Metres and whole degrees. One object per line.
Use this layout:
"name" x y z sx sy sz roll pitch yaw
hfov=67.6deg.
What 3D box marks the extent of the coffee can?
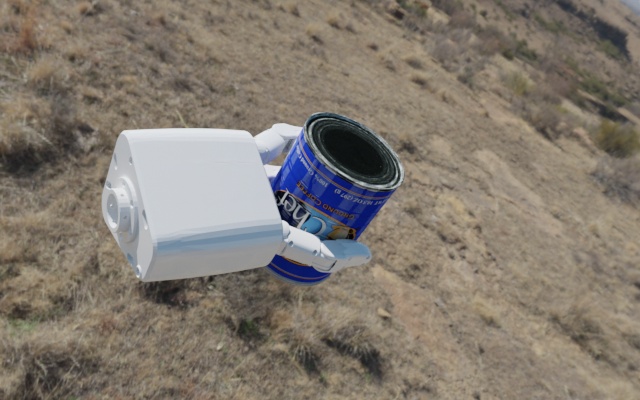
"coffee can" 0.000 0.002 0.464 0.103 0.102 0.140 0 -43 -38
